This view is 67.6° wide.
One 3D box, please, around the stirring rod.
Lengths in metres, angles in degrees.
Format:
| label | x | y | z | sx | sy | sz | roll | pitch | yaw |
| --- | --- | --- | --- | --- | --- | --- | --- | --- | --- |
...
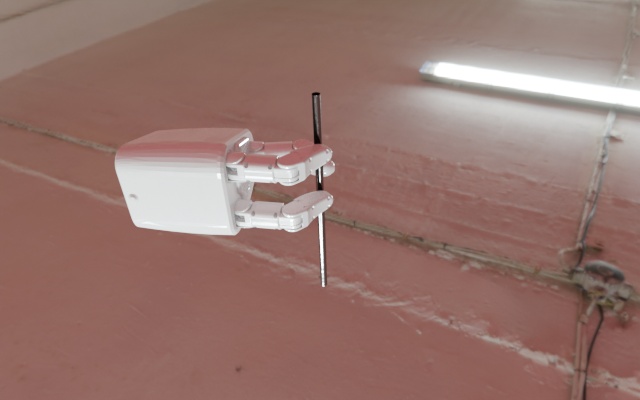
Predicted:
| label | x | y | z | sx | sy | sz | roll | pitch | yaw |
| --- | --- | --- | --- | --- | --- | --- | --- | --- | --- |
| stirring rod | 0.000 | 0.002 | 0.501 | 0.011 | 0.240 | 0.011 | -2 | 35 | 1 |
